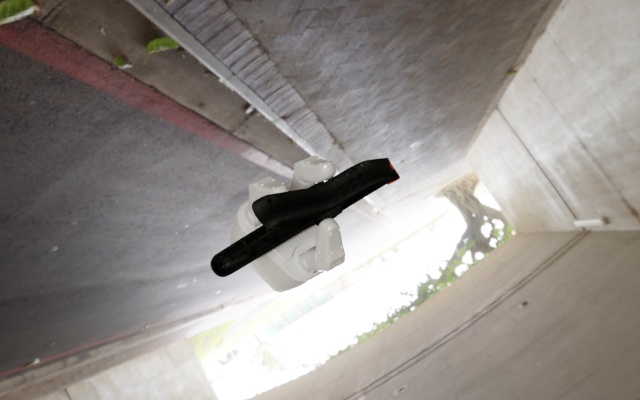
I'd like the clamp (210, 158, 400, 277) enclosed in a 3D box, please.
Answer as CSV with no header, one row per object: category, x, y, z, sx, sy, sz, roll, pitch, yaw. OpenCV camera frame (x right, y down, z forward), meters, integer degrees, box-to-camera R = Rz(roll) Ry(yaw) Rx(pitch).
clamp,0.001,0.002,0.451,0.210,0.036,0.165,-27,-8,-25
